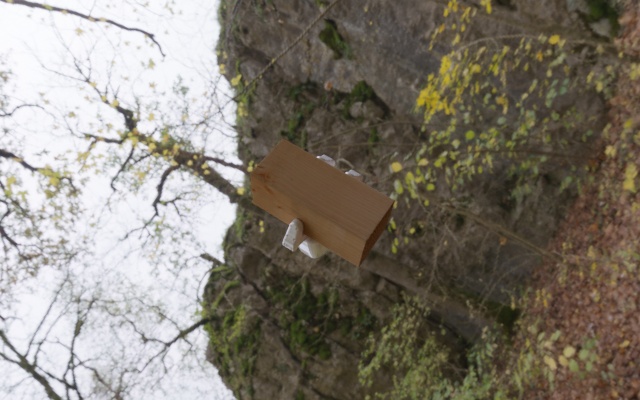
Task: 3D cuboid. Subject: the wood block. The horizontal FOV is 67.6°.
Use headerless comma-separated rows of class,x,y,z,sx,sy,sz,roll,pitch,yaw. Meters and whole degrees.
wood block,0.000,0.003,0.755,0.206,0.090,0.090,30,-30,15
